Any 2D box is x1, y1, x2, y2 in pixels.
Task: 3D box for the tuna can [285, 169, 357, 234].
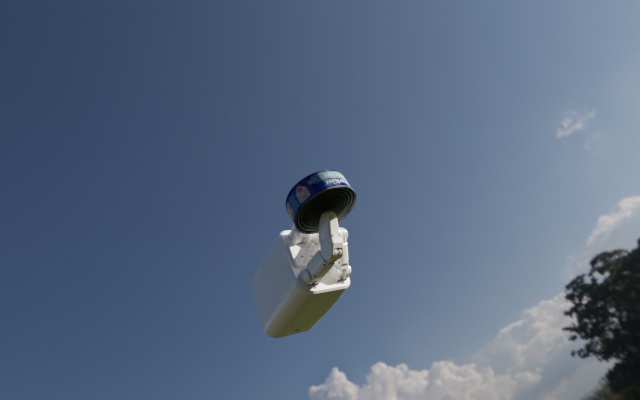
[{"bbox_3d":[0.000,0.001,0.599,0.086,0.033,0.086,-22,-33,-16],"label":"tuna can"}]
